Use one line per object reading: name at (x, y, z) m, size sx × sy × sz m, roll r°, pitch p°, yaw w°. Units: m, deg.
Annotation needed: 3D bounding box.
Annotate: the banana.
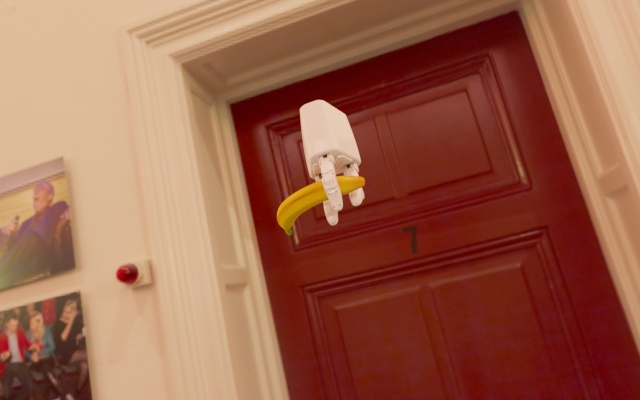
banana at (-0.015, 0.000, 0.843) m, size 0.198 × 0.037 × 0.070 m, roll -33°, pitch -33°, yaw 32°
